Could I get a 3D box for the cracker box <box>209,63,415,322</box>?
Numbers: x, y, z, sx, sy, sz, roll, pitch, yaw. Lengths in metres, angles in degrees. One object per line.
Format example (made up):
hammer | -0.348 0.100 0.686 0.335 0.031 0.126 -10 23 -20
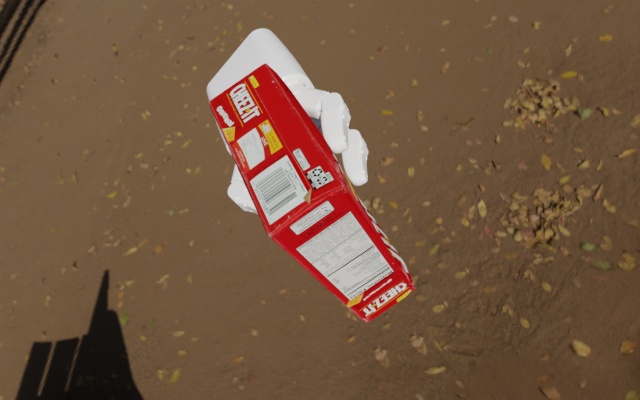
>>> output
cracker box | 0.000 0.001 0.448 0.072 0.164 0.214 -34 -38 4
